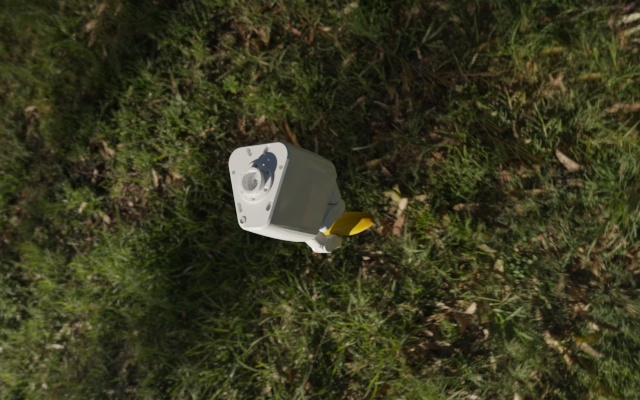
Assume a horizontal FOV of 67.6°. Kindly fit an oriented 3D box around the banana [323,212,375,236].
[{"bbox_3d":[-0.010,0.018,0.742,0.197,0.069,0.037,26,4,33],"label":"banana"}]
